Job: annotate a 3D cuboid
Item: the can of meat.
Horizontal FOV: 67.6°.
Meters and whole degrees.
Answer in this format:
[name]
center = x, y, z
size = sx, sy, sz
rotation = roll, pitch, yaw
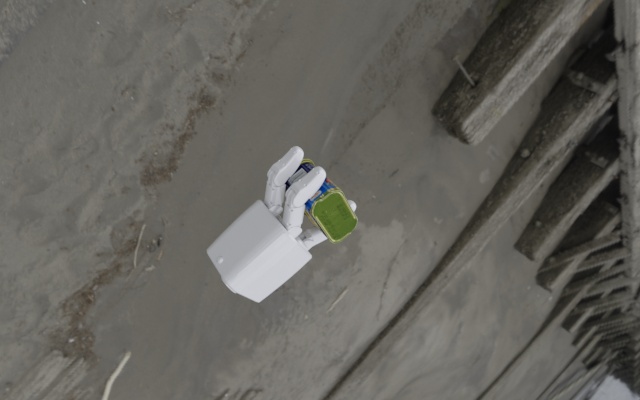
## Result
[can of meat]
center = 0.000, 0.002, 0.675
size = 0.084, 0.057, 0.102
rotation = 45, -8, 43
